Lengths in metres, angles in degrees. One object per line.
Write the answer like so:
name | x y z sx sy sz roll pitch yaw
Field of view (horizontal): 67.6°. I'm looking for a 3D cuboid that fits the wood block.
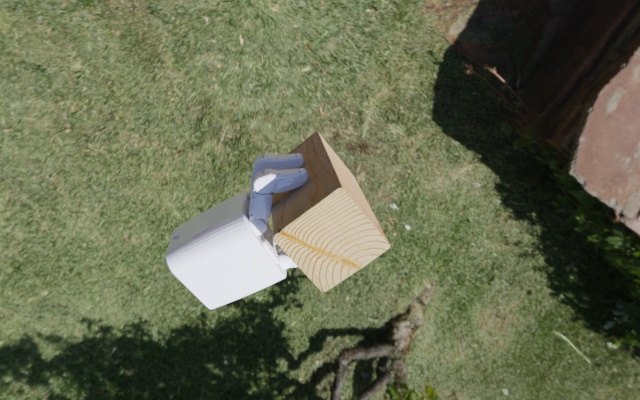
wood block | 0.000 0.002 0.575 0.090 0.091 0.206 -36 23 9
